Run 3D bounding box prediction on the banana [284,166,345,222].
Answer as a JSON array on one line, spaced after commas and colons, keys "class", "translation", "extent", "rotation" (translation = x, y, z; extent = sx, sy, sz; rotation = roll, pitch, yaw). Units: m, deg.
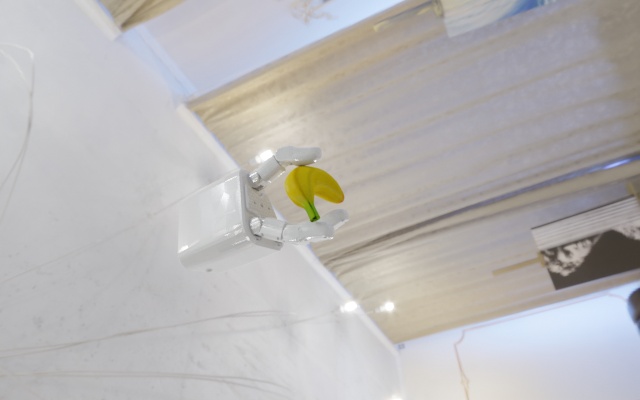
[{"class": "banana", "translation": [-0.009, -0.014, 0.624], "extent": [0.037, 0.069, 0.198], "rotation": [-26, 1, 15]}]
